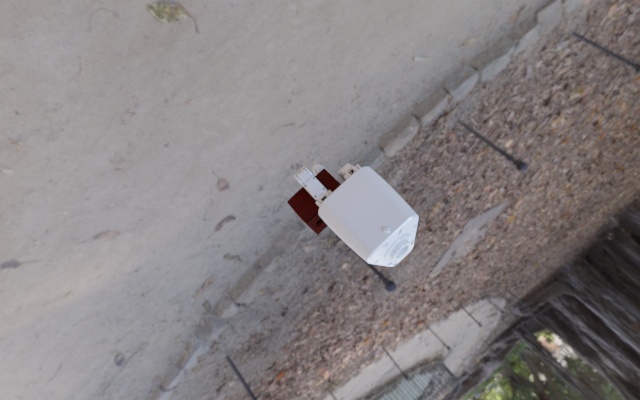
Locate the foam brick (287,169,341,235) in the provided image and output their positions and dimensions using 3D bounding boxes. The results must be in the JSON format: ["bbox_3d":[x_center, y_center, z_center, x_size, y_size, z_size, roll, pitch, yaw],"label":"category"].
[{"bbox_3d":[0.000,0.003,0.715,0.051,0.078,0.053,47,-3,29],"label":"foam brick"}]
